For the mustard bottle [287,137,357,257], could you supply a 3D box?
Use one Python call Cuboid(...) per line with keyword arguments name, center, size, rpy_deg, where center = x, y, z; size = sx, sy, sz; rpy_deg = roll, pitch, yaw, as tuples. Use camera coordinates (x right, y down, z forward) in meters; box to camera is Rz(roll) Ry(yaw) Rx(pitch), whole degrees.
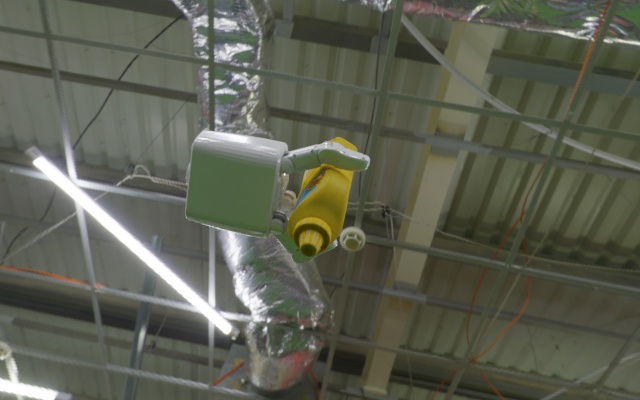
Cuboid(name="mustard bottle", center=(0.000, 0.002, 0.571), size=(0.058, 0.096, 0.191), rpy_deg=(32, 31, -10))
